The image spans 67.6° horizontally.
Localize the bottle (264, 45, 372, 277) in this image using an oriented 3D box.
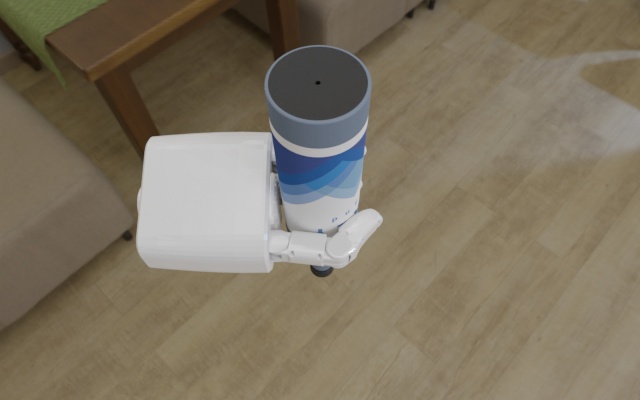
[{"bbox_3d":[0.000,0.001,0.421,0.069,0.069,0.296,0,-30,1],"label":"bottle"}]
